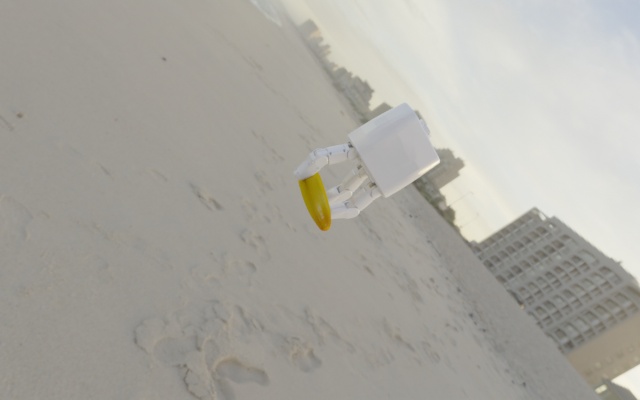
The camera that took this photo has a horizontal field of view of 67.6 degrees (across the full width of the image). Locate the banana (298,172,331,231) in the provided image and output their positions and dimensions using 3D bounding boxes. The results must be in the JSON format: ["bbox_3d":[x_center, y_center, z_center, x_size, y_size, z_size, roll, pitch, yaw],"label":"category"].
[{"bbox_3d":[-0.009,-0.014,0.764,0.037,0.070,0.197,-28,17,4],"label":"banana"}]
